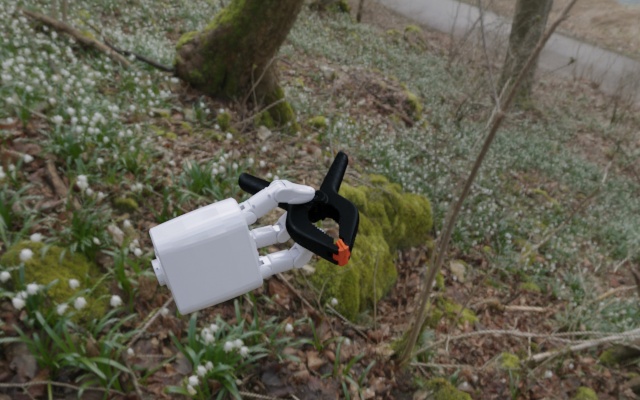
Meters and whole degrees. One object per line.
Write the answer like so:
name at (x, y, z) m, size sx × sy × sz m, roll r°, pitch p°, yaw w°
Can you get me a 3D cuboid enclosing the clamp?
clamp at (0.000, 0.002, 0.631) m, size 0.164 × 0.036 × 0.210 m, roll -20°, pitch 42°, yaw -19°
